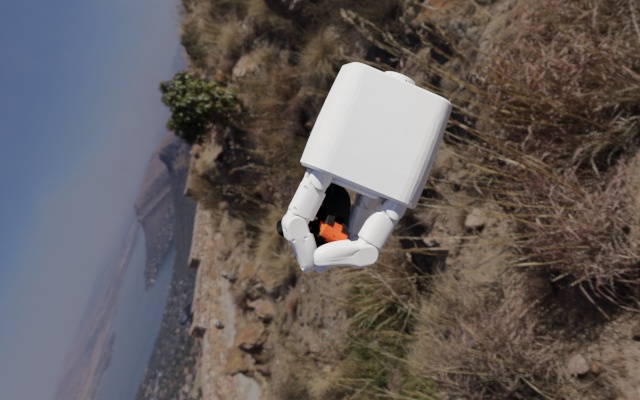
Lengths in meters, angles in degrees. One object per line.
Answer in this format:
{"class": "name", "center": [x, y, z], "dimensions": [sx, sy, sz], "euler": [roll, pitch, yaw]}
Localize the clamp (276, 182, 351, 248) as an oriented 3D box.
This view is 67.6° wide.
{"class": "clamp", "center": [0.000, 0.002, 0.533], "dimensions": [0.039, 0.120, 0.171], "euler": [22, 2, -21]}
